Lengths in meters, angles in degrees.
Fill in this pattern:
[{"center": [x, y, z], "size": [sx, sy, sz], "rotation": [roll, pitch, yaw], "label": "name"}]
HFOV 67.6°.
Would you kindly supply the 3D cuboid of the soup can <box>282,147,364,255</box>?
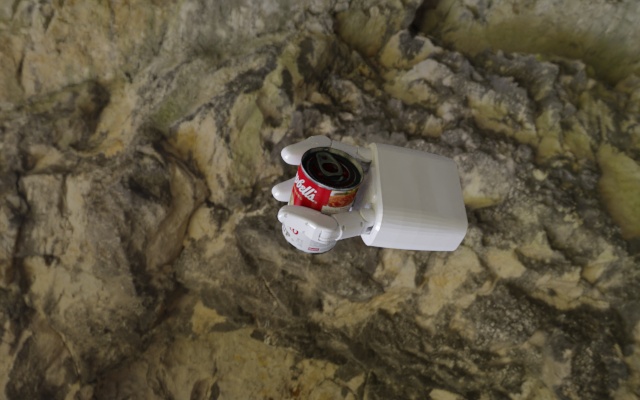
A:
[{"center": [0.000, 0.002, 0.522], "size": [0.068, 0.102, 0.068], "rotation": [11, 41, -10], "label": "soup can"}]
